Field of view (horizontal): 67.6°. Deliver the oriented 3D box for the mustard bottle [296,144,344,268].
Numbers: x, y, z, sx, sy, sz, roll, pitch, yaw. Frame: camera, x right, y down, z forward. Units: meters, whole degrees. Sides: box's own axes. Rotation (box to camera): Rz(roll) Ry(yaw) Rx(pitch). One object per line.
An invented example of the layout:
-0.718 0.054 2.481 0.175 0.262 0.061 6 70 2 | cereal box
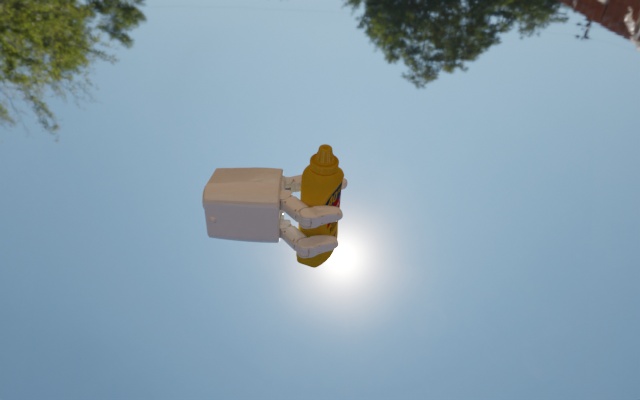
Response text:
0.000 0.003 0.707 0.058 0.192 0.096 18 40 16 | mustard bottle
